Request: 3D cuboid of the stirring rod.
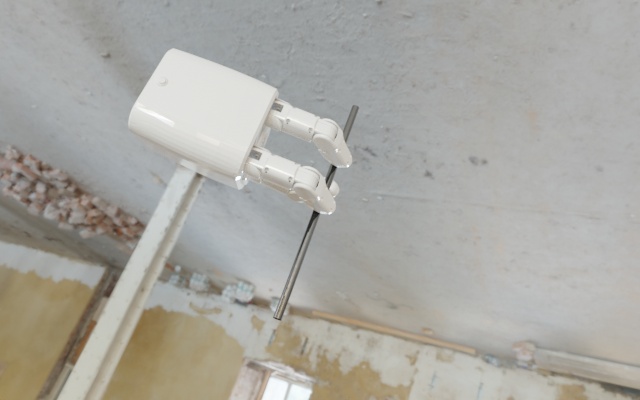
[{"bbox_3d":[0.000,0.001,0.469,0.011,0.239,0.011,17,-25,8],"label":"stirring rod"}]
